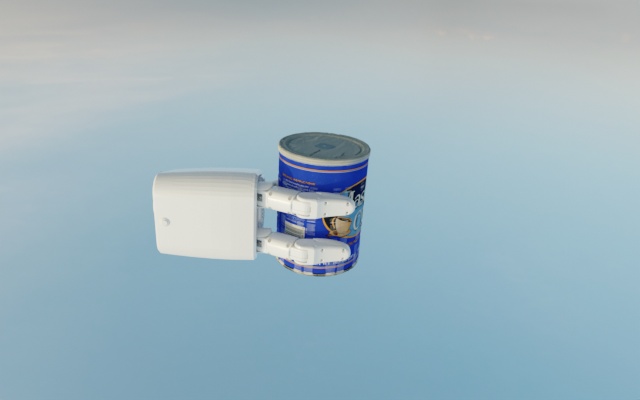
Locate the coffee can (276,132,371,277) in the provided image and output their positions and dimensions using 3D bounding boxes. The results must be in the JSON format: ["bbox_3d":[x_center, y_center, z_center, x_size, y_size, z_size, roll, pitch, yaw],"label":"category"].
[{"bbox_3d":[0.000,0.002,0.556,0.103,0.140,0.102,3,24,-1],"label":"coffee can"}]
